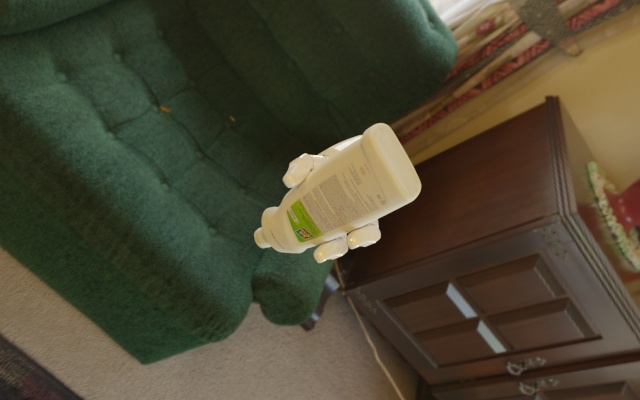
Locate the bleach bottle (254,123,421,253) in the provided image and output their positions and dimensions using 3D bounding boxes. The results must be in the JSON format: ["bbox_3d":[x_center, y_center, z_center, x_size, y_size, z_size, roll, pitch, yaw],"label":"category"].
[{"bbox_3d":[0.000,0.002,0.625,0.251,0.102,0.068,-27,6,35],"label":"bleach bottle"}]
